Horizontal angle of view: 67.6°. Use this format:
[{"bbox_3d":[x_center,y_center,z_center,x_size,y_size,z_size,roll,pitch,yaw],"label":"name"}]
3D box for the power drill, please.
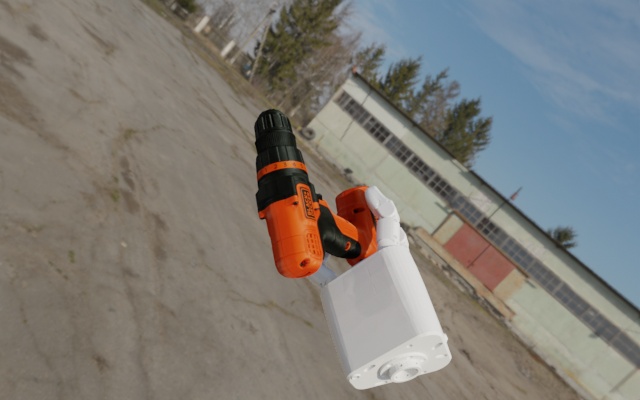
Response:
[{"bbox_3d":[0.000,0.002,0.541,0.057,0.184,0.188,-23,-24,30],"label":"power drill"}]
